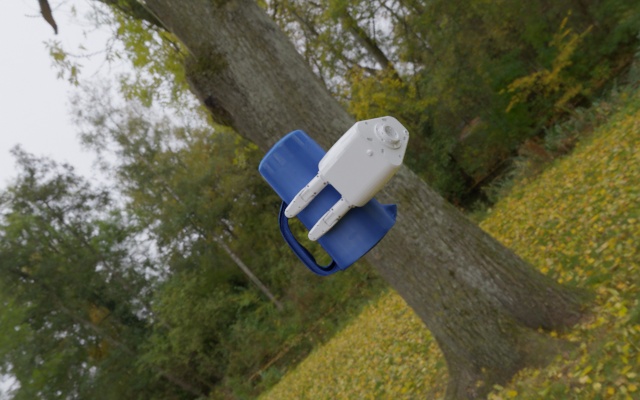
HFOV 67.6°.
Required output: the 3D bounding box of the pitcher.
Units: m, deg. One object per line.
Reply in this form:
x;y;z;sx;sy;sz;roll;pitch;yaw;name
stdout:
0.000;0.003;0.842;0.149;0.243;0.145;-40;-5;-47;pitcher
